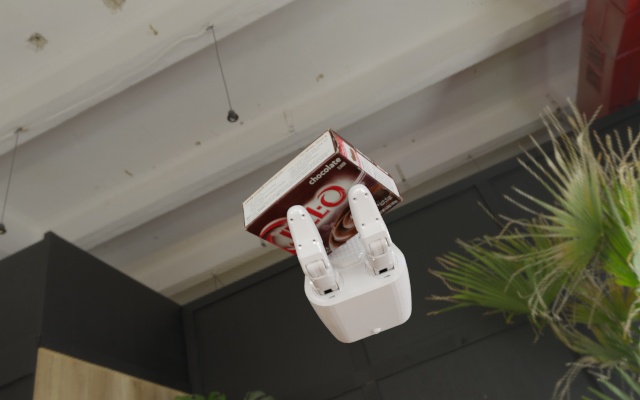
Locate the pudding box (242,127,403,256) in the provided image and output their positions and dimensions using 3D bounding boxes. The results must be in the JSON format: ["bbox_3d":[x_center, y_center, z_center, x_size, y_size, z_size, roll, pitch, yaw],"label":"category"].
[{"bbox_3d":[0.000,0.001,0.423,0.113,0.039,0.090,-40,-48,21],"label":"pudding box"}]
